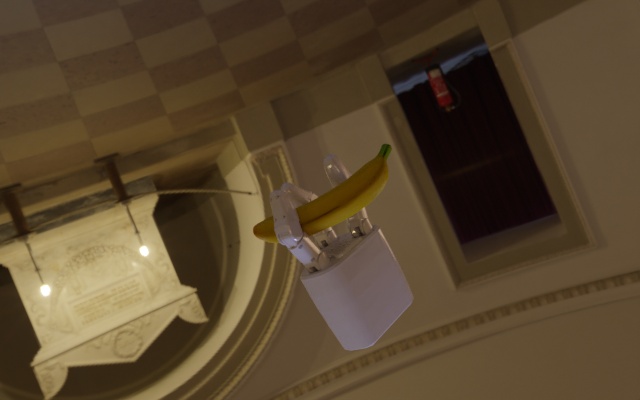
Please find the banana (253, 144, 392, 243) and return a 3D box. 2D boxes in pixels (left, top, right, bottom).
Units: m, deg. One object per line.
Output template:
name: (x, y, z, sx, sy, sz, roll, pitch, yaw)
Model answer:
banana: (0.002, 0.008, 0.544, 0.198, 0.037, 0.069, -30, 19, 14)
